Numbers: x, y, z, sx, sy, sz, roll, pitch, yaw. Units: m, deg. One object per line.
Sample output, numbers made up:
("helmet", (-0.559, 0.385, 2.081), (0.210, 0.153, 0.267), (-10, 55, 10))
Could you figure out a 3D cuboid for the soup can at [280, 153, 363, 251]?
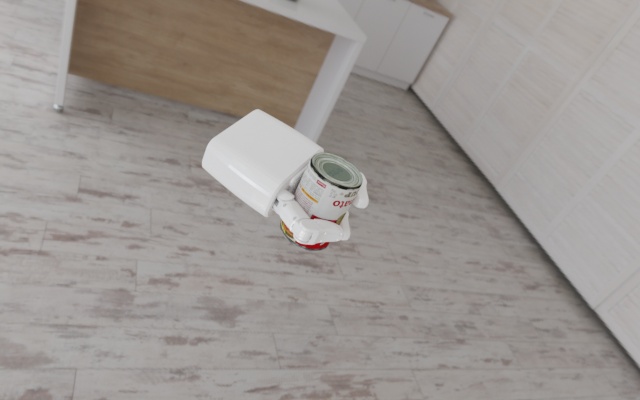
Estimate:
("soup can", (0.001, 0.002, 0.576), (0.068, 0.102, 0.068), (19, 33, -13))
